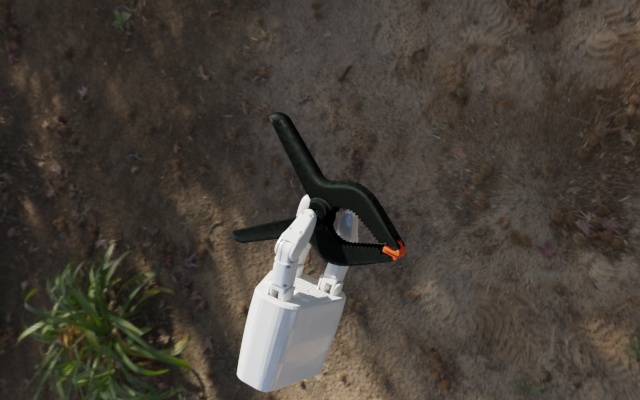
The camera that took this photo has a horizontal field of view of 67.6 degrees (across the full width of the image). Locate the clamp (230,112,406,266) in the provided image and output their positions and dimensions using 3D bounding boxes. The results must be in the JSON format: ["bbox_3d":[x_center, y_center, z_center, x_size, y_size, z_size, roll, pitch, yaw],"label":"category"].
[{"bbox_3d":[0.000,0.002,0.529,0.210,0.164,0.036,20,15,23],"label":"clamp"}]
